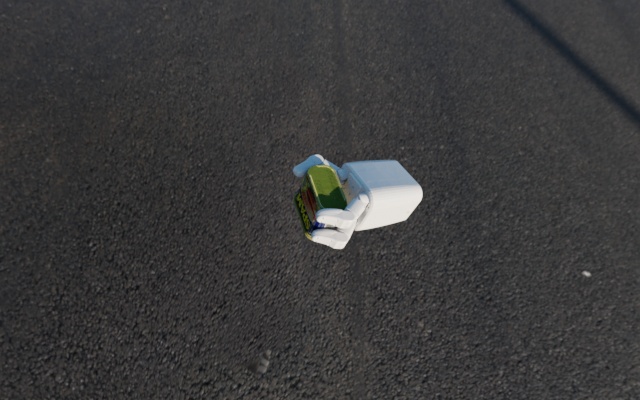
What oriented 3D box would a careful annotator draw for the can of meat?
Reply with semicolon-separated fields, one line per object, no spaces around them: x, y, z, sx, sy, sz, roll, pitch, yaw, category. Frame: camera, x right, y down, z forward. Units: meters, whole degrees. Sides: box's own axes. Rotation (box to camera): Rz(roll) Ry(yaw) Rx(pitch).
0.000;0.002;0.804;0.057;0.102;0.084;-5;-33;-24;can of meat
